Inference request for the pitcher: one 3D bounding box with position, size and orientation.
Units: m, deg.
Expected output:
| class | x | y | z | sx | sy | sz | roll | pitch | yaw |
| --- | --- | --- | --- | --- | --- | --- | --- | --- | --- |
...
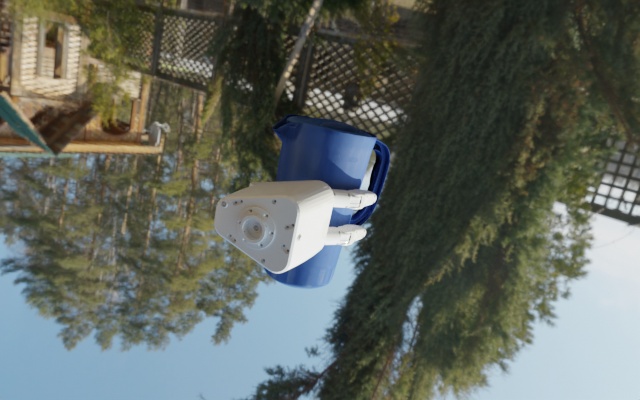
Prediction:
| class | x | y | z | sx | sy | sz | roll | pitch | yaw |
| --- | --- | --- | --- | --- | --- | --- | --- | --- | --- |
| pitcher | 0.000 | 0.002 | 0.708 | 0.149 | 0.243 | 0.145 | 17 | 15 | 17 |
